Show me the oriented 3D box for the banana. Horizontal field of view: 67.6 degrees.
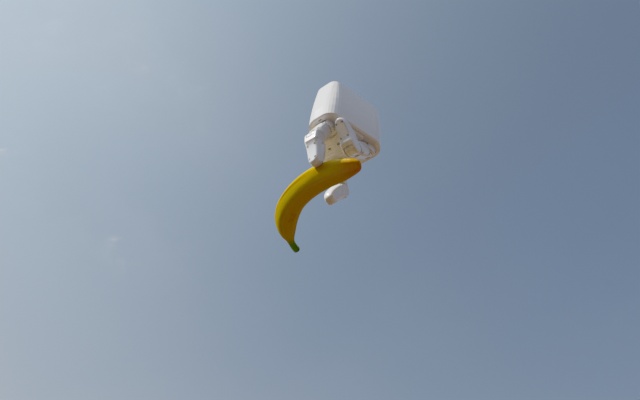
[{"bbox_3d":[-0.018,-0.004,0.692,0.069,0.037,0.198,26,-51,-13],"label":"banana"}]
